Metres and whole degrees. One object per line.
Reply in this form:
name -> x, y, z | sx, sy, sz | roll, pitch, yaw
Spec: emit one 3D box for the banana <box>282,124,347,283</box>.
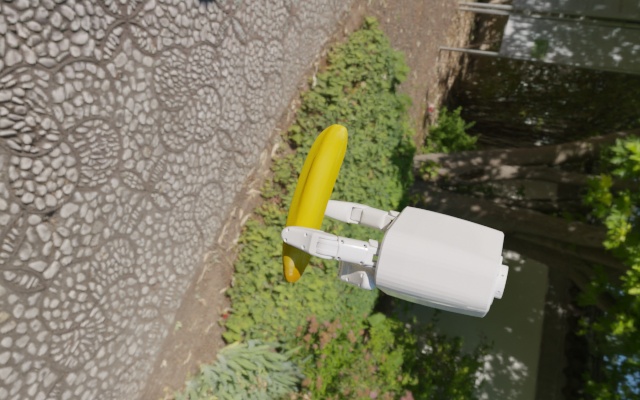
banana -> -0.003, -0.009, 0.520 | 0.037, 0.197, 0.070 | 13, -20, 20
